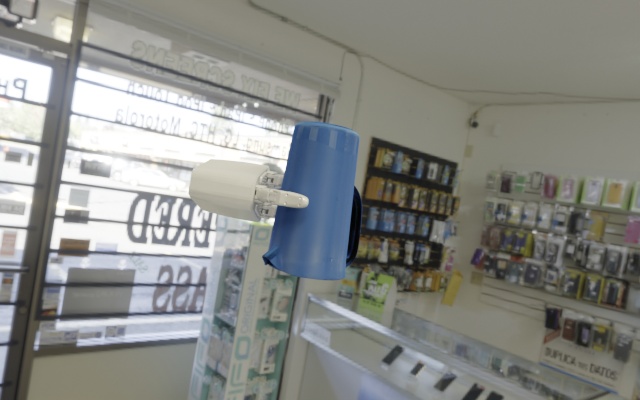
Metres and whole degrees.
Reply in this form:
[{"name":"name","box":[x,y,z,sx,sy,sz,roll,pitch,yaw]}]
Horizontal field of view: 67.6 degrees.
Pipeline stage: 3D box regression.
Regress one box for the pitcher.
[{"name":"pitcher","box":[0.000,0.003,0.781,0.145,0.243,0.149,10,1,6]}]
